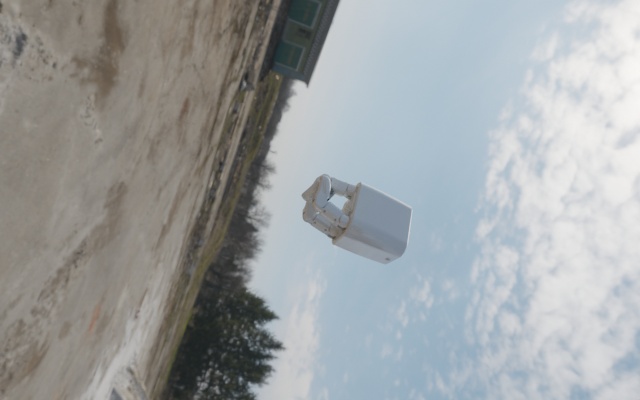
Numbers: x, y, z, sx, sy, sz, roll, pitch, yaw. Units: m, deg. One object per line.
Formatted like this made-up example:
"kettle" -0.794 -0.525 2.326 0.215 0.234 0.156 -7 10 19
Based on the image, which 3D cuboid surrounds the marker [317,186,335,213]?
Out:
"marker" 0.000 0.003 0.854 0.020 0.020 0.121 0 -18 -17
